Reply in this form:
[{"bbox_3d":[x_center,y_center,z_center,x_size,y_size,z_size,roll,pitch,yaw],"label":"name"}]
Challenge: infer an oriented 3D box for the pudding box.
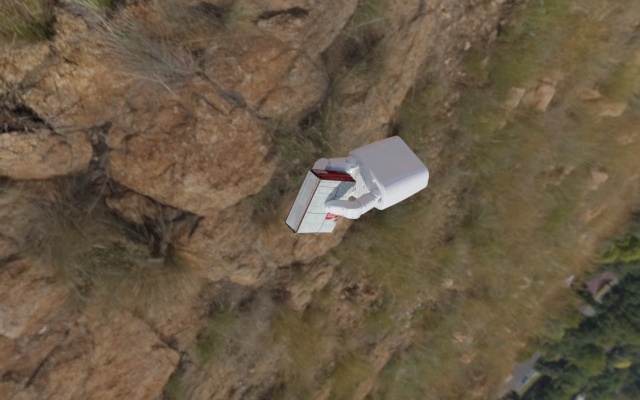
[{"bbox_3d":[0.000,0.003,0.817,0.090,0.113,0.039,3,29,-44],"label":"pudding box"}]
